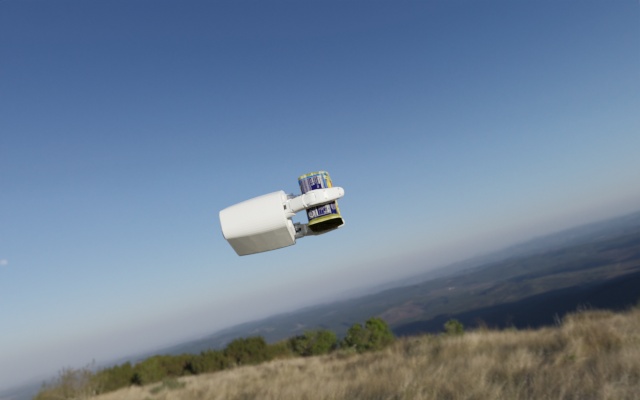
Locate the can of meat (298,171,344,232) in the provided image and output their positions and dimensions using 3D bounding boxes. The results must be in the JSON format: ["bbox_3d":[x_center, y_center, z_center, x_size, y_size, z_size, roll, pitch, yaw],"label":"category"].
[{"bbox_3d":[0.000,0.002,0.816,0.057,0.084,0.102,-16,-12,4],"label":"can of meat"}]
